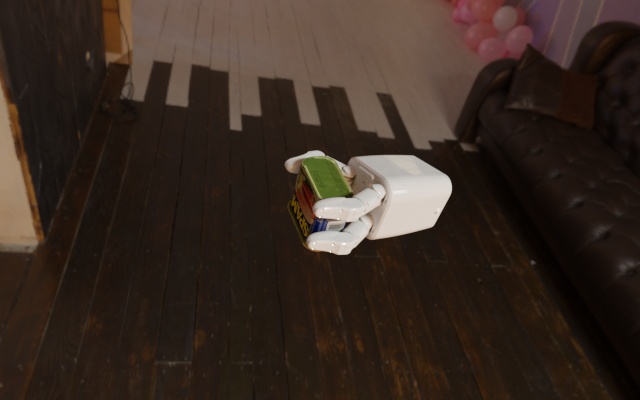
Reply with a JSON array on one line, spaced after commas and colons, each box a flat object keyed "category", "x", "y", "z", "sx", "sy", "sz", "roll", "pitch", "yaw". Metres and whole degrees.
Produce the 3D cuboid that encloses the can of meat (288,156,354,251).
[{"category": "can of meat", "x": 0.000, "y": 0.002, "z": 0.639, "sx": 0.057, "sy": 0.084, "sz": 0.102, "roll": -3, "pitch": 43, "yaw": -23}]
